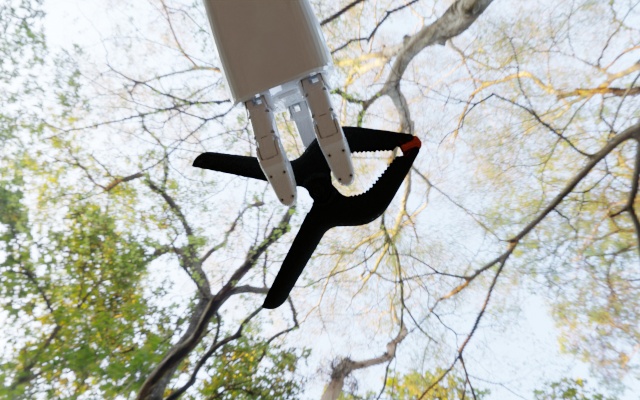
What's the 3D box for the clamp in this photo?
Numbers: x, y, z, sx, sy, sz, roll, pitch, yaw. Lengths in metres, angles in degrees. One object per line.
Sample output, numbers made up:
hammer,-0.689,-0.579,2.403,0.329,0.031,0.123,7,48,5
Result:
clamp,0.001,0.001,0.450,0.210,0.164,0.036,-19,2,7
